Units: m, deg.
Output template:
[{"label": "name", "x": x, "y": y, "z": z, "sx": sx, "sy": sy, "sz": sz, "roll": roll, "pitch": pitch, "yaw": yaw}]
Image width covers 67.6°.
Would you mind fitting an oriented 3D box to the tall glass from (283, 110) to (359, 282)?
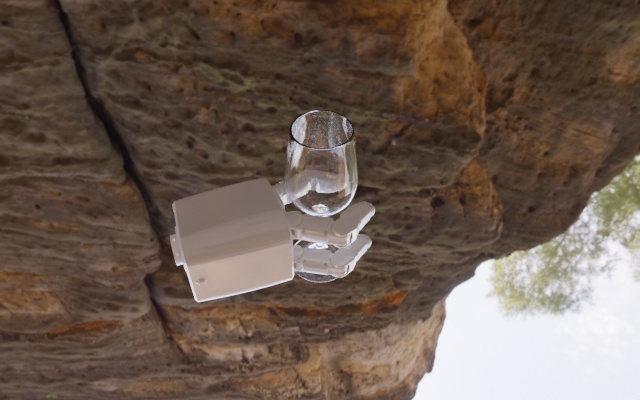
[{"label": "tall glass", "x": 0.000, "y": 0.002, "z": 0.523, "sx": 0.079, "sy": 0.079, "sz": 0.201, "roll": 0, "pitch": -44, "yaw": -1}]
